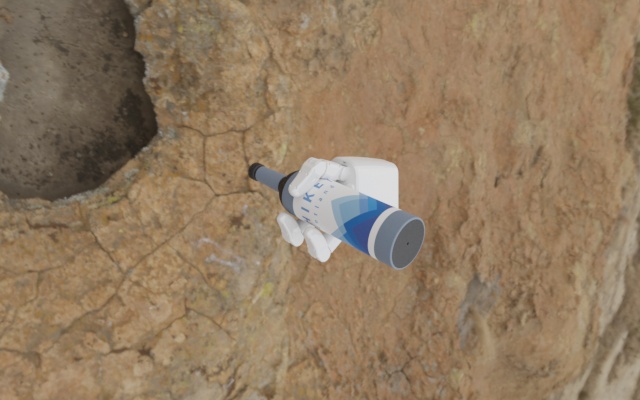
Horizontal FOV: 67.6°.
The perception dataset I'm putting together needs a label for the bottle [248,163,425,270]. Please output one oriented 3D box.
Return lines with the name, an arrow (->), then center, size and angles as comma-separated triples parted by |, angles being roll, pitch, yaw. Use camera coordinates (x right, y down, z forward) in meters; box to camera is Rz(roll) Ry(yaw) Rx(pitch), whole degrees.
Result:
bottle -> 0.000, 0.002, 0.648 | 0.295, 0.069, 0.069 | 25, 17, 40
